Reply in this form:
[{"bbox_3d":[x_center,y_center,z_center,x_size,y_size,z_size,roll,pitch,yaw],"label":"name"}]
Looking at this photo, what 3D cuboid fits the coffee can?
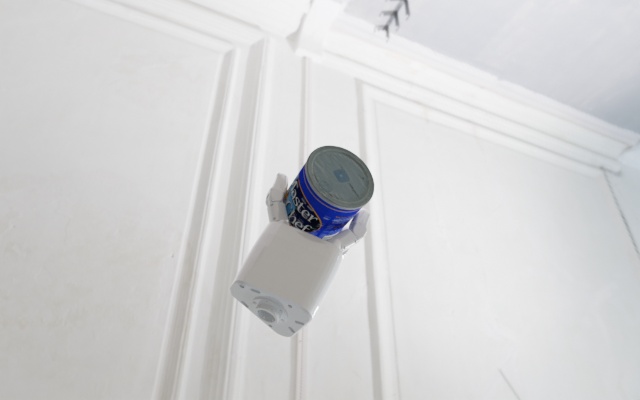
[{"bbox_3d":[0.000,0.002,0.696,0.103,0.102,0.140,0,-32,-29],"label":"coffee can"}]
